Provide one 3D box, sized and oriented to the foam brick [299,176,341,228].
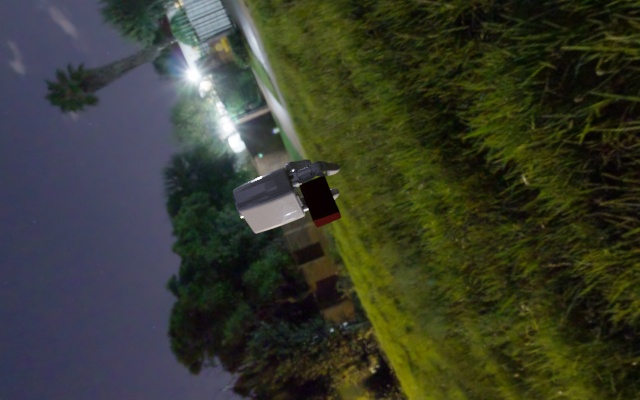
[{"bbox_3d":[0.000,0.003,0.891,0.051,0.078,0.053,-22,-19,0],"label":"foam brick"}]
